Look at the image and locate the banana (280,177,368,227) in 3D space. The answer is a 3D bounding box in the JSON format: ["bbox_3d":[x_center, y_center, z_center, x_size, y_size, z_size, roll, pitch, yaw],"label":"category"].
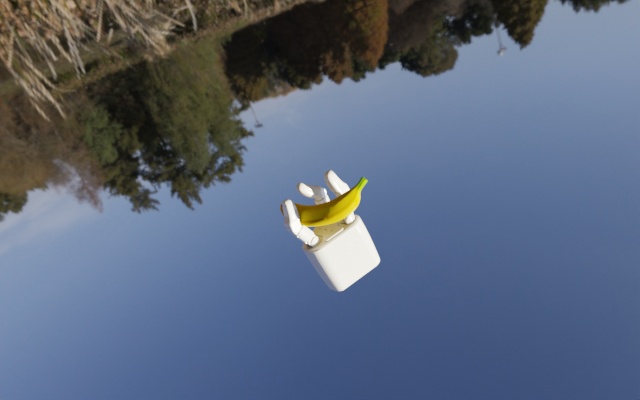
[{"bbox_3d":[-0.003,0.015,0.831,0.198,0.069,0.037,-15,-53,37],"label":"banana"}]
